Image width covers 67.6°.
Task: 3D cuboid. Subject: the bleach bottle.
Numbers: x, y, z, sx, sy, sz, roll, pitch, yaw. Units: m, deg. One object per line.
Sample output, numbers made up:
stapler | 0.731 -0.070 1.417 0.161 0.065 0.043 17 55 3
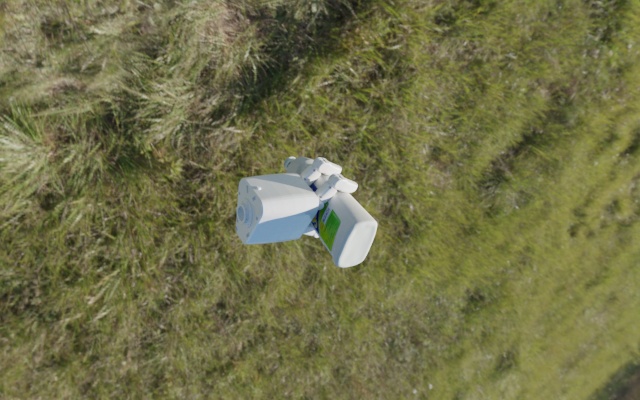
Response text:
bleach bottle | 0.000 0.003 0.873 0.068 0.103 0.250 -5 38 -35
